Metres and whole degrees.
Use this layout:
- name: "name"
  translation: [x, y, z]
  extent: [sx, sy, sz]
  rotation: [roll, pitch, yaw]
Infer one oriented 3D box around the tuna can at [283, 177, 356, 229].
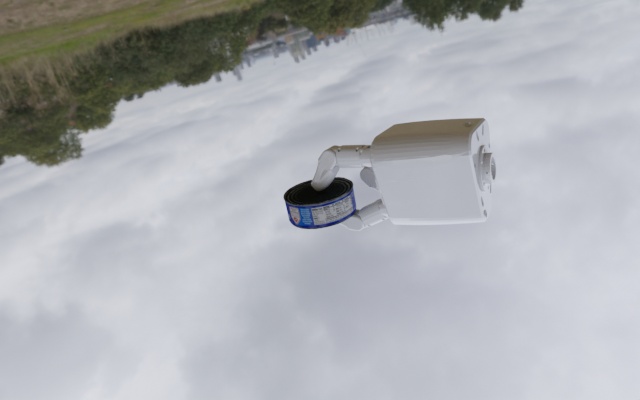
- name: "tuna can"
  translation: [0.000, 0.002, 0.581]
  extent: [0.086, 0.034, 0.086]
  rotation: [-10, 21, 4]
